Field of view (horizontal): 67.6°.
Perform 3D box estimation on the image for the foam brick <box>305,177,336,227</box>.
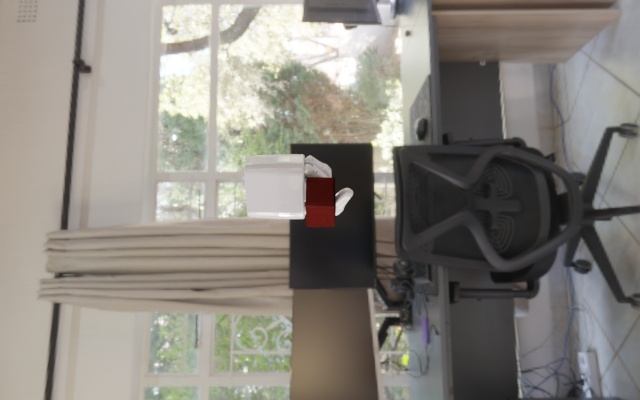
[{"bbox_3d":[0.000,0.003,0.832,0.051,0.053,0.078,1,40,0],"label":"foam brick"}]
